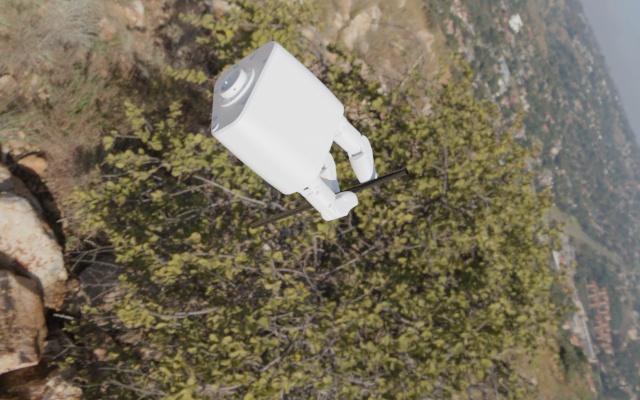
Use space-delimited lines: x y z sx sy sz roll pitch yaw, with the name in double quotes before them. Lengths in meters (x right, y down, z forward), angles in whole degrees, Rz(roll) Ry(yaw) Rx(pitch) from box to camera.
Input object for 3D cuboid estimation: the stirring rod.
"stirring rod" 0.000 0.002 0.585 0.239 0.011 0.011 -20 -12 35
